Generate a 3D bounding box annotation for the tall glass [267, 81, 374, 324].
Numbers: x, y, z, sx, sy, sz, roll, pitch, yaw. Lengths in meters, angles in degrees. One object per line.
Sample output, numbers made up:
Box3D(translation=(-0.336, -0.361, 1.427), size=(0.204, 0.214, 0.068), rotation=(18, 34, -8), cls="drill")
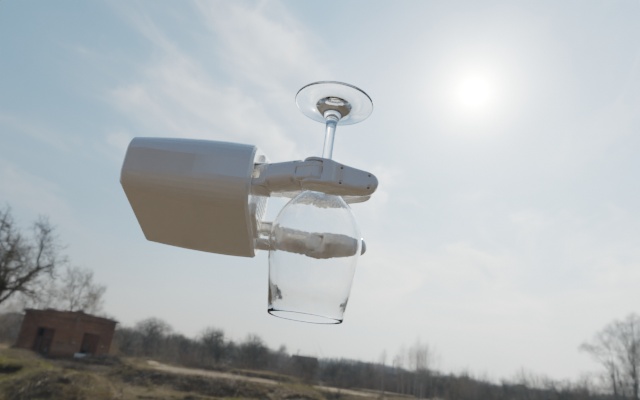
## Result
Box3D(translation=(0.000, 0.001, 0.416), size=(0.079, 0.201, 0.079), rotation=(7, -20, 2), cls="tall glass")
